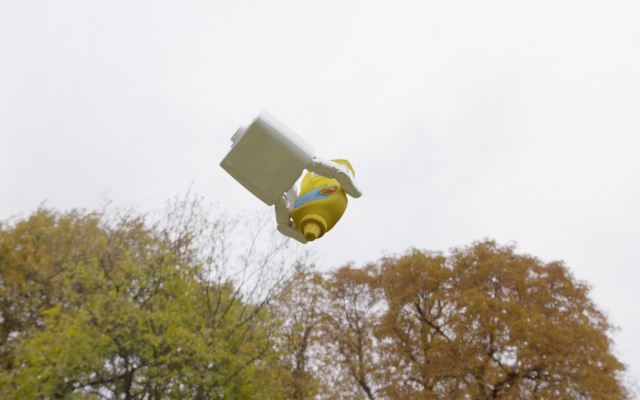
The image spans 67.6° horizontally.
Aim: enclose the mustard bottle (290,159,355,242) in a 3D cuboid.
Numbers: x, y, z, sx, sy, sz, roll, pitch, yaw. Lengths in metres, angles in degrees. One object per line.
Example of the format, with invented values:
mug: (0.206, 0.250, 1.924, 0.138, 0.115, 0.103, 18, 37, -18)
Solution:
mustard bottle: (0.000, 0.003, 0.781, 0.096, 0.058, 0.191, -18, 27, 21)
